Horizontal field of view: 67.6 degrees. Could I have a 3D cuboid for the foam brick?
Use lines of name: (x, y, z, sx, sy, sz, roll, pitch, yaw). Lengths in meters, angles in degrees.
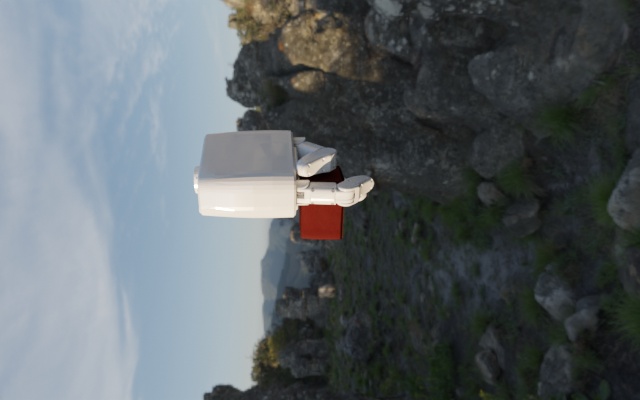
foam brick: (0.000, 0.002, 0.580, 0.051, 0.078, 0.053, -1, 25, -6)
